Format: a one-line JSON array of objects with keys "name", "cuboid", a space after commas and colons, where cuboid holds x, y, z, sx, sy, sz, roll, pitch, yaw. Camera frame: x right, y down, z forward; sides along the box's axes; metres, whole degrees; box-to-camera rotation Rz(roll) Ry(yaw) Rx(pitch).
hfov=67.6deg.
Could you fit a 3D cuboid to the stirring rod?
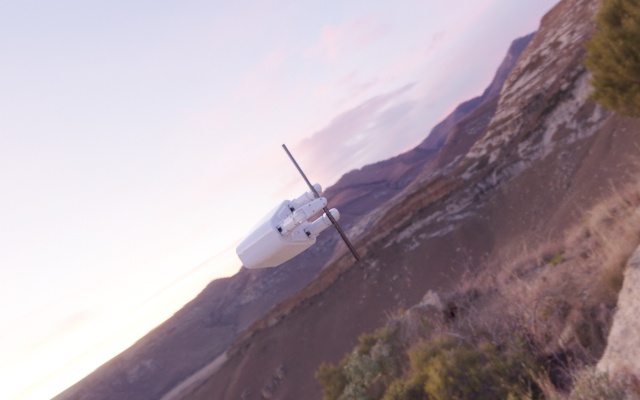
[{"name": "stirring rod", "cuboid": [0.000, 0.003, 0.822, 0.011, 0.239, 0.011, -33, -5, -3]}]
